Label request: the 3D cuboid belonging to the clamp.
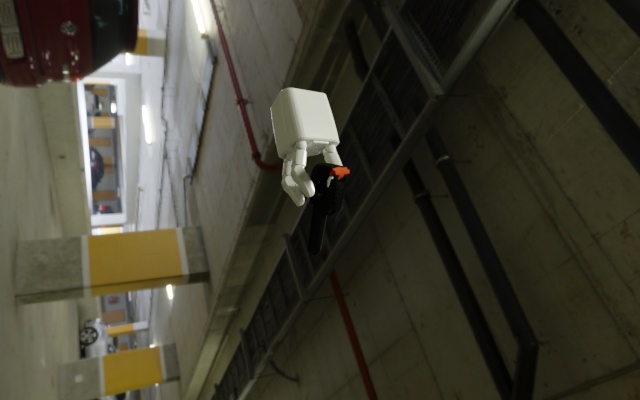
[{"bbox_3d":[0.001,0.002,0.866,0.036,0.164,0.210,-9,-14,-26],"label":"clamp"}]
